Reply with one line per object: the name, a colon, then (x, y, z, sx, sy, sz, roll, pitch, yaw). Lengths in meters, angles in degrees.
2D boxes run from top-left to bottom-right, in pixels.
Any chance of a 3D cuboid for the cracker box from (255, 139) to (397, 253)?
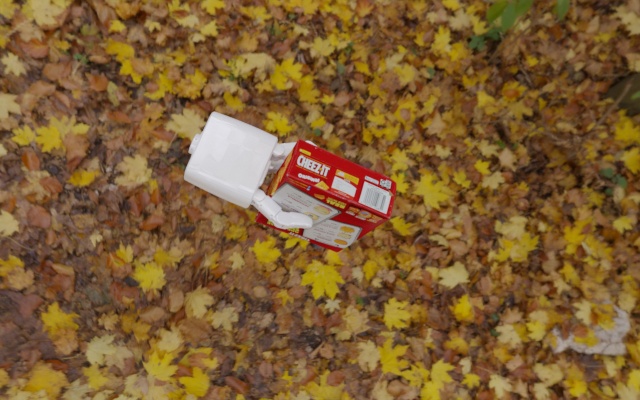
cracker box: (0.000, 0.003, 0.766, 0.164, 0.072, 0.214, 22, -25, -11)
